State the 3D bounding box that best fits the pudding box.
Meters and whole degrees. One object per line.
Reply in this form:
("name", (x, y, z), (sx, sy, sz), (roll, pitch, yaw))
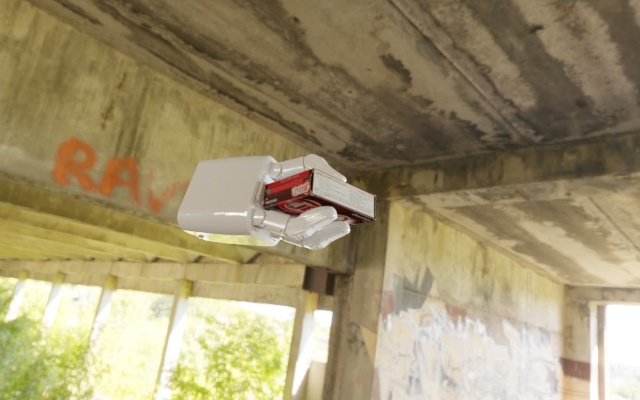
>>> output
("pudding box", (0.000, 0.002, 0.591), (0.113, 0.039, 0.090), (19, -22, -40))
